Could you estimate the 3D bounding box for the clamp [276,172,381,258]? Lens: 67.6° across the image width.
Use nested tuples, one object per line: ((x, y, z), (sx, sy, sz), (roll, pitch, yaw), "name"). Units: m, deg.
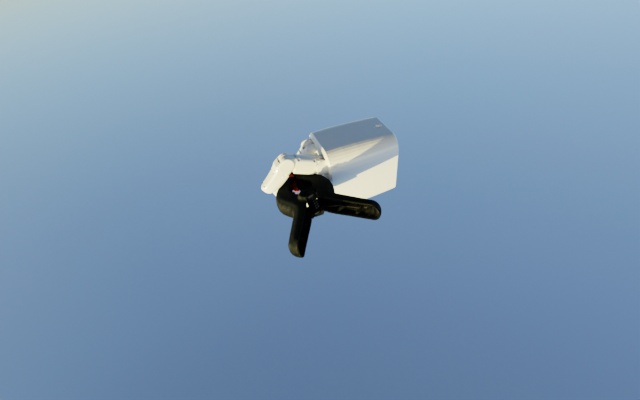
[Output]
((0.000, 0.002, 0.617), (0.120, 0.039, 0.171), (-16, 34, -9), "clamp")
